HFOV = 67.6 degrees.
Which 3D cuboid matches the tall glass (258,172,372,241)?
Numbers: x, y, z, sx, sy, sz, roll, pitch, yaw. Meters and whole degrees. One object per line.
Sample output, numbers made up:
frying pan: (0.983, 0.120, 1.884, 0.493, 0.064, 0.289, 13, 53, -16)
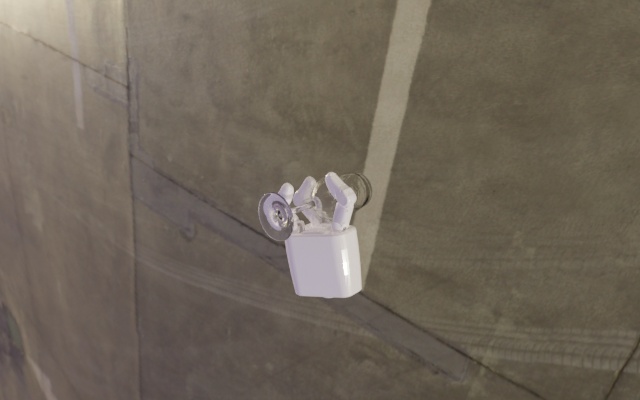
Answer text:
tall glass: (0.000, 0.003, 0.767, 0.079, 0.079, 0.201, 0, 13, 43)
